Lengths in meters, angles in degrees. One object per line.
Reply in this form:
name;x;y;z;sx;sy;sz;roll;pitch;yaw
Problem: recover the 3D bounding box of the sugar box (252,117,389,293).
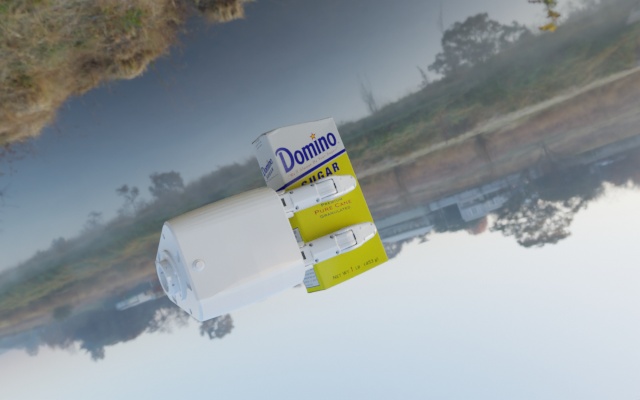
sugar box;0.000;0.002;0.525;0.093;0.176;0.048;-19;-2;-33
